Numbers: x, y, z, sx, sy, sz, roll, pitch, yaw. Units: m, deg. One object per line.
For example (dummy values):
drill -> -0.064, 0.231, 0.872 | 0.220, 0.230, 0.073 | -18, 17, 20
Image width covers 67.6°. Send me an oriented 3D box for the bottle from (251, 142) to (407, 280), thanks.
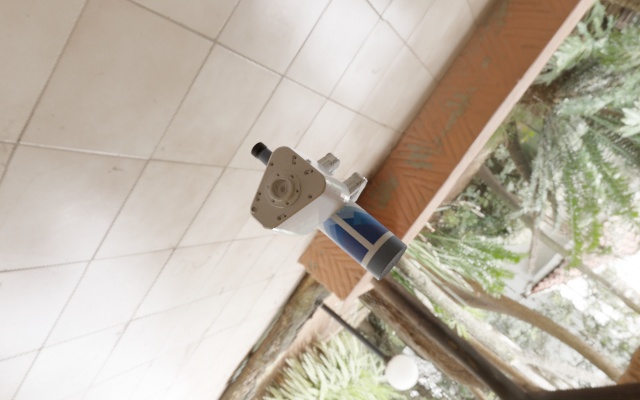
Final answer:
bottle -> 0.000, 0.003, 0.748 | 0.295, 0.069, 0.069 | 40, 15, 19
